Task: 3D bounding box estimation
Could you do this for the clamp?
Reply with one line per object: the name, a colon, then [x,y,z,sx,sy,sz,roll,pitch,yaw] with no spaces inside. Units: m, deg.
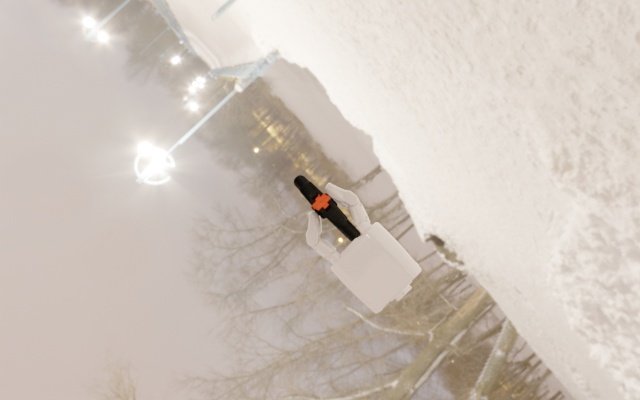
clamp: [0.000,0.003,0.812,0.164,0.036,0.210,44,0,12]
